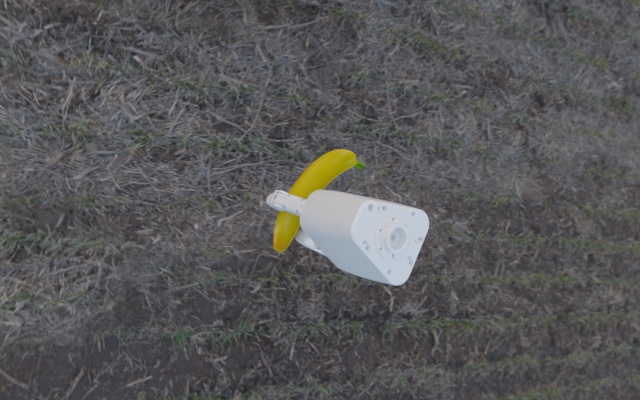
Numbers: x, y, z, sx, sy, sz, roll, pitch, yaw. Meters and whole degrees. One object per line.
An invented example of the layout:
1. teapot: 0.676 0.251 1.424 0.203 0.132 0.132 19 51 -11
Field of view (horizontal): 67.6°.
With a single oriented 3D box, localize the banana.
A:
1. banana: -0.007 -0.014 0.677 0.197 0.070 0.037 -44 30 -23
